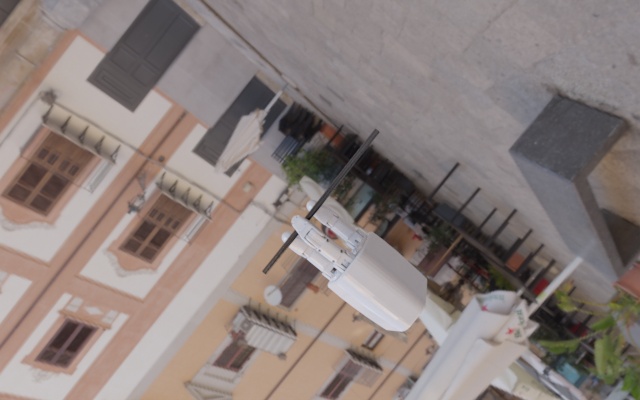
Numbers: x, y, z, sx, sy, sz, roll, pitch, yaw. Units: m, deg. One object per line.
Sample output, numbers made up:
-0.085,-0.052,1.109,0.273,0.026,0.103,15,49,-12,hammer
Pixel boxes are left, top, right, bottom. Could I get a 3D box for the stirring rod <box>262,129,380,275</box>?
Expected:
0.000,0.002,0.632,0.011,0.239,0.011,38,2,-1,stirring rod
